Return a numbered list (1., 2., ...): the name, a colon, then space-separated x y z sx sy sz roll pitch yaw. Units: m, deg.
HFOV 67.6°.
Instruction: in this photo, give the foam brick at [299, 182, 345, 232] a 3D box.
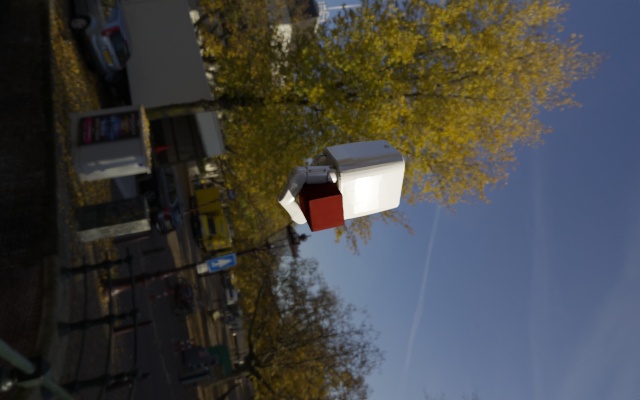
1. foam brick: 0.000 0.003 0.707 0.051 0.053 0.078 -10 27 -11
